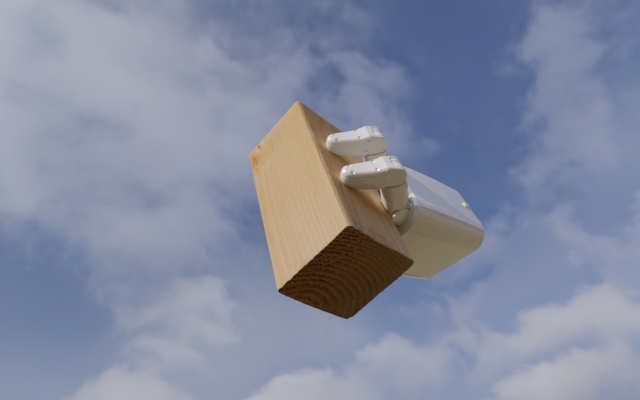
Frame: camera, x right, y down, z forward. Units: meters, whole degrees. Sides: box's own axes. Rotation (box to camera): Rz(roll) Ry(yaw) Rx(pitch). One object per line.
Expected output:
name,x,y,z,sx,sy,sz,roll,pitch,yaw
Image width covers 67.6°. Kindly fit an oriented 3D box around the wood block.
wood block,0.000,0.002,0.484,0.090,0.091,0.206,29,25,-34
